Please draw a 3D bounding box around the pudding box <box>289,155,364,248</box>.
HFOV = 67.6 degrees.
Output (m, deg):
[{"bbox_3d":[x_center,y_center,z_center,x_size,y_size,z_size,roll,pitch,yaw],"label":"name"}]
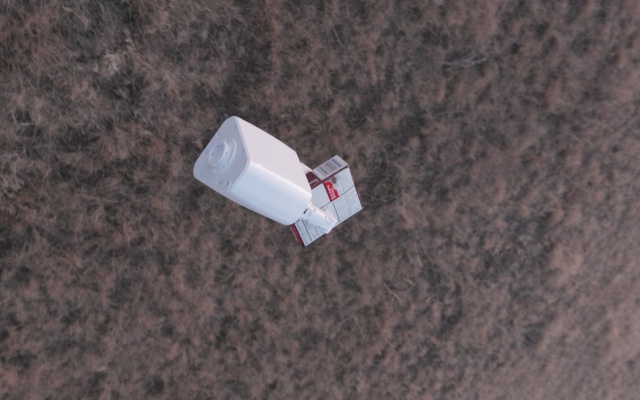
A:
[{"bbox_3d":[0.000,0.002,0.693,0.113,0.090,0.039,-32,41,-12],"label":"pudding box"}]
